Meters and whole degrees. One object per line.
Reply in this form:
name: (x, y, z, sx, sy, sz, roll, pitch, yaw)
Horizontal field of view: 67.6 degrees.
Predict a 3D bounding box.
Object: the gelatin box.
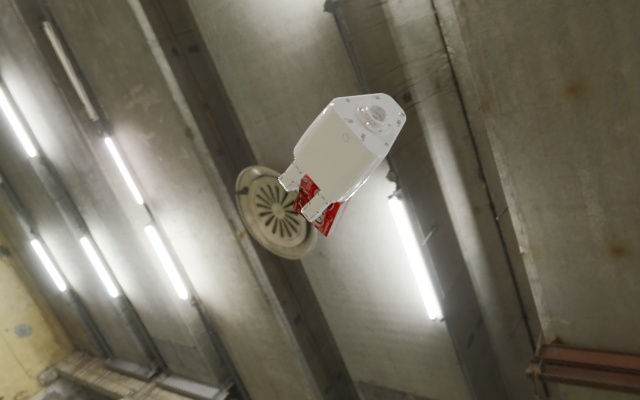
gelatin box: (0.000, 0.002, 0.716, 0.030, 0.073, 0.089, -39, -19, -36)
